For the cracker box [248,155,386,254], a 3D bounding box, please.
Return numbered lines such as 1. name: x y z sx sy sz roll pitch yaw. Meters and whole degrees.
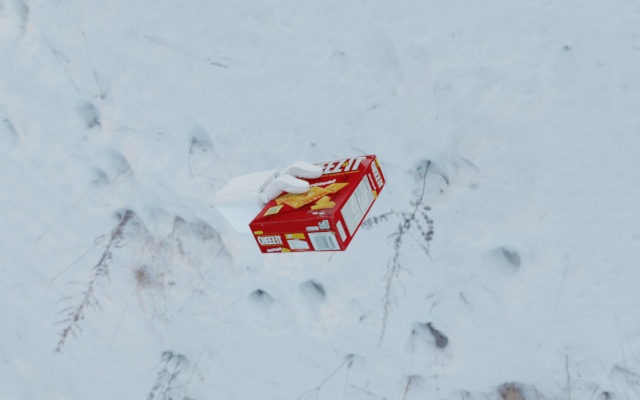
1. cracker box: 0.000 0.003 0.835 0.164 0.072 0.213 -6 29 31
